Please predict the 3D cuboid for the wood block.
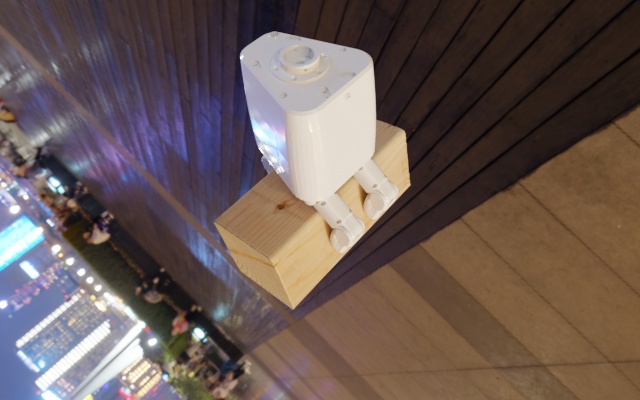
[{"bbox_3d":[0.000,0.001,0.524,0.090,0.090,0.206,28,59,35],"label":"wood block"}]
